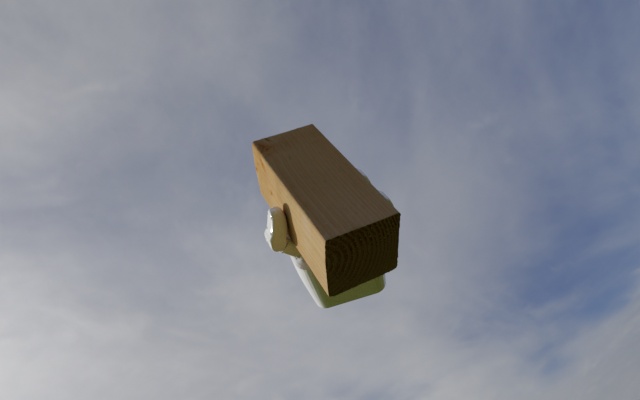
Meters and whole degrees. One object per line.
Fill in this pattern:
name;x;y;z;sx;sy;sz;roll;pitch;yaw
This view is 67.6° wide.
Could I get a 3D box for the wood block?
wood block;0.000;0.002;0.576;0.091;0.090;0.206;-20;43;-18
